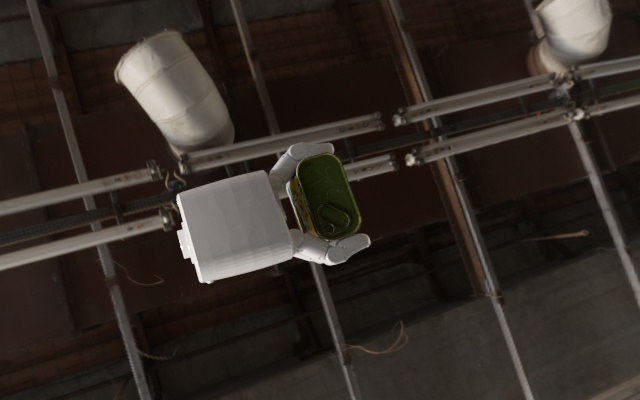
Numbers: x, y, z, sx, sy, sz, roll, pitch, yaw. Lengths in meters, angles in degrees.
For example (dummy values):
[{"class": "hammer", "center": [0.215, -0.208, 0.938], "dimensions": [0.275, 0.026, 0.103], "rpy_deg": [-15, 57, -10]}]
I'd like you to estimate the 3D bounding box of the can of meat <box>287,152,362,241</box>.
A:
[{"class": "can of meat", "center": [0.000, 0.002, 0.592], "dimensions": [0.057, 0.102, 0.084], "rpy_deg": [-18, -5, -17]}]
